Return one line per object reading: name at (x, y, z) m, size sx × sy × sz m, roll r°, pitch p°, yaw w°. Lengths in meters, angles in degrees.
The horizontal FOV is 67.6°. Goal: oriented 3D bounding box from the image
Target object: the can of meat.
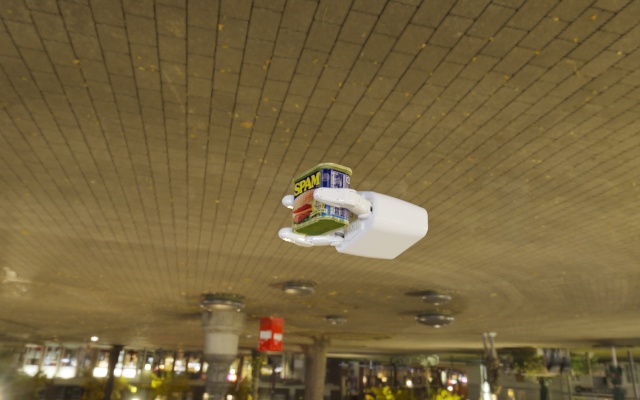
can of meat at (0.000, 0.003, 0.708) m, size 0.057 × 0.084 × 0.102 m, roll 15°, pitch -23°, yaw -32°
